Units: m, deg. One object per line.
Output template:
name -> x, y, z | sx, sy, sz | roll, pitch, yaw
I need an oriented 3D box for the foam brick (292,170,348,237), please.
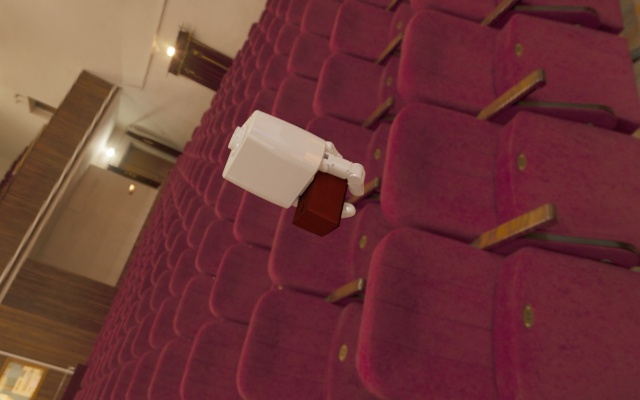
foam brick -> 0.000, 0.002, 0.670 | 0.051, 0.078, 0.053 | 25, -33, -18
